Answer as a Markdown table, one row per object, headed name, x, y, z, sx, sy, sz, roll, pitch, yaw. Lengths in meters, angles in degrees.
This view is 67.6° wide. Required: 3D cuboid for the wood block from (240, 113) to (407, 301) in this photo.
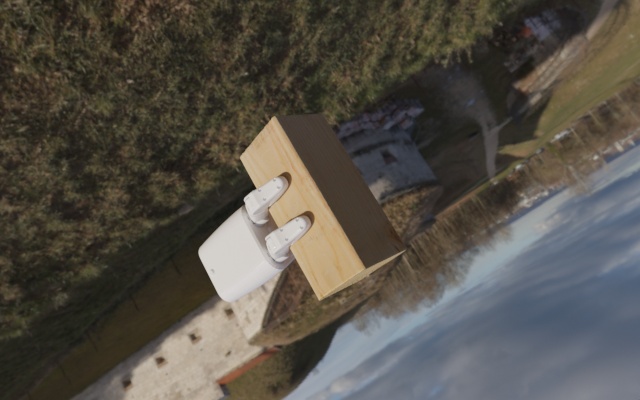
| name | x | y | z | sx | sy | sz | roll | pitch | yaw |
| --- | --- | --- | --- | --- | --- | --- | --- | --- | --- |
| wood block | 0.000 | 0.002 | 0.589 | 0.091 | 0.206 | 0.090 | -15 | -21 | -48 |
